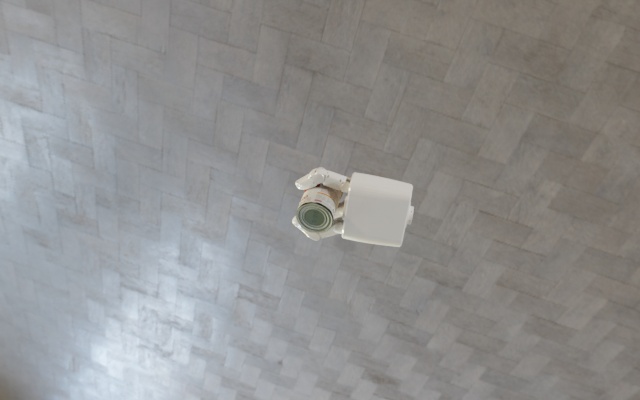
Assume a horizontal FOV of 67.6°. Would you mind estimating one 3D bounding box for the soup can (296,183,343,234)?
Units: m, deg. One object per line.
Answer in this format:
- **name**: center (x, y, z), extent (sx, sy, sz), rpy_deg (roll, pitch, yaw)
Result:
- **soup can**: center (0.000, 0.003, 0.852), extent (0.068, 0.068, 0.102), rpy_deg (0, 35, 15)
